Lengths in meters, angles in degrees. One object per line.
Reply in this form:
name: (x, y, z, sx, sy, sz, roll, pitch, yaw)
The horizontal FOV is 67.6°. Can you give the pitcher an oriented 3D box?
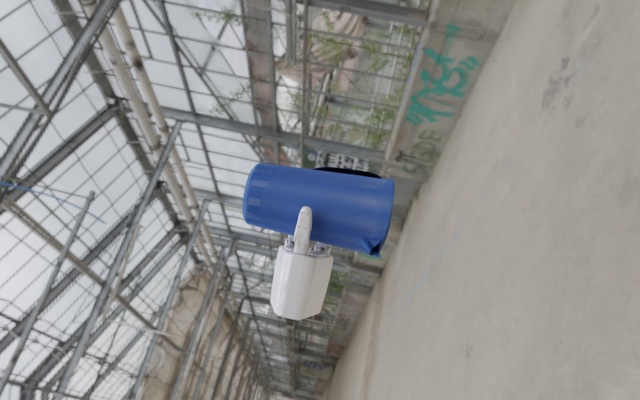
pitcher: (0.000, 0.003, 0.814, 0.243, 0.145, 0.149, 11, -2, 3)
